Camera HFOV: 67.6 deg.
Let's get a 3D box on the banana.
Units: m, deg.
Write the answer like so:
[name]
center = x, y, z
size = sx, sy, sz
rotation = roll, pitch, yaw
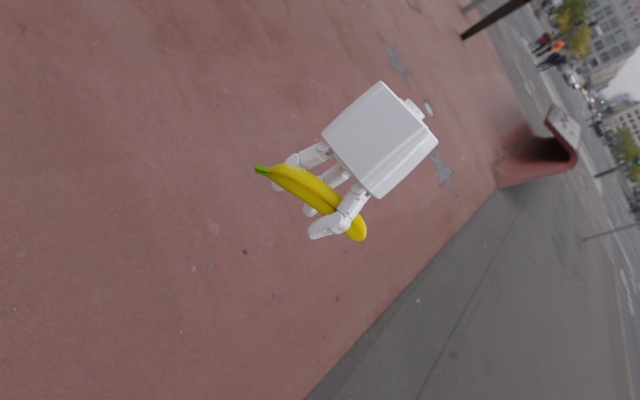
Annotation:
[banana]
center = 0.006, 0.003, 0.645
size = 0.198, 0.037, 0.069
rotation = 36, -9, -25
